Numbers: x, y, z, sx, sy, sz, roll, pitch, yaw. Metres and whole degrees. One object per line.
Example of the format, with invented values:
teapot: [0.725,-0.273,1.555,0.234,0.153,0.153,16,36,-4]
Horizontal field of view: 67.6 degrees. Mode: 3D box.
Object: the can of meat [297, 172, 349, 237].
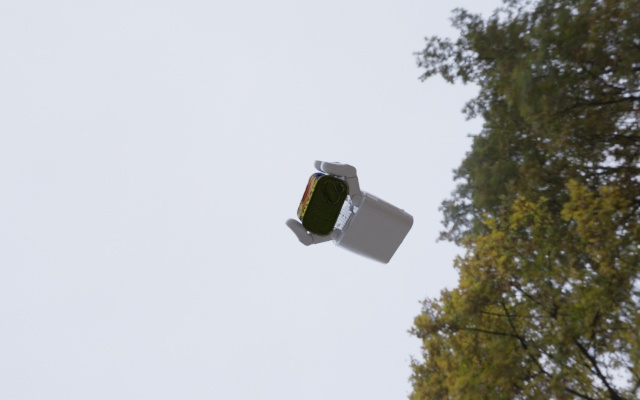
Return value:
can of meat: [0.000,0.003,0.829,0.057,0.102,0.084,21,4,-14]
